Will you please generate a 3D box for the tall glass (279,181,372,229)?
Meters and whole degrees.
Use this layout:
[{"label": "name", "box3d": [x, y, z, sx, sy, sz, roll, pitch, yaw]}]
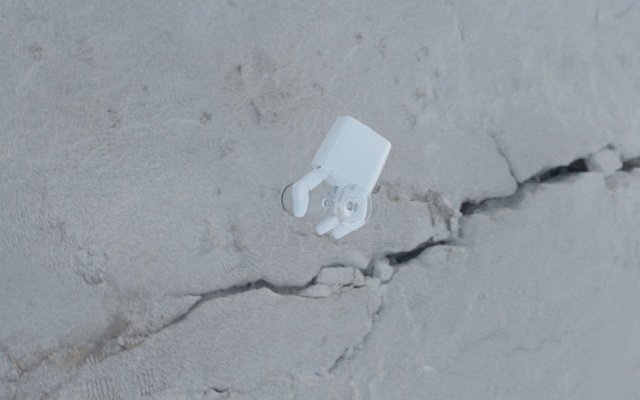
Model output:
[{"label": "tall glass", "box3d": [0.000, 0.003, 0.856, 0.079, 0.079, 0.201, 0, 4, -34]}]
